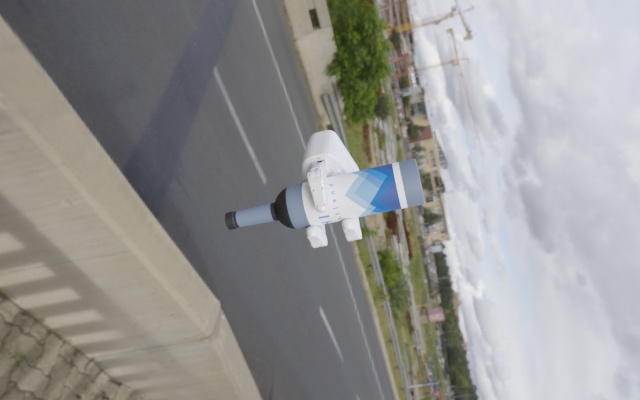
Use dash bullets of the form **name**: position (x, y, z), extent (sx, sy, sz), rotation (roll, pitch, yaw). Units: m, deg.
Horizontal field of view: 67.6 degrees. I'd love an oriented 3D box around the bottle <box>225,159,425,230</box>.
- **bottle**: position (0.000, 0.002, 0.707), extent (0.296, 0.069, 0.069), rotation (-12, -2, 10)
